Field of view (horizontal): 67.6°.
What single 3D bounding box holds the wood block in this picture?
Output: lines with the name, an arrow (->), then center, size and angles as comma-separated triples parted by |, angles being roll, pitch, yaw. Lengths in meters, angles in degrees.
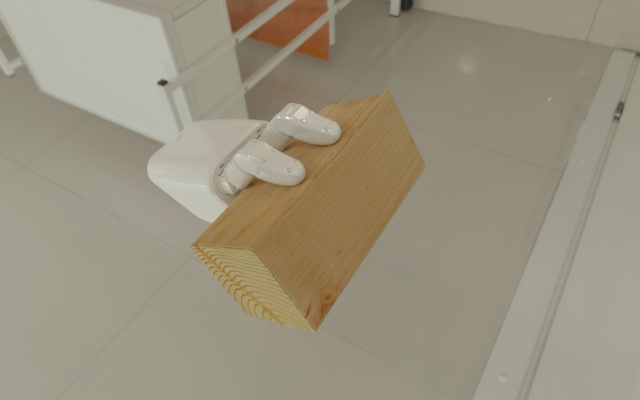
wood block -> 0.000, 0.002, 0.428 | 0.090, 0.091, 0.206 | -1, 40, 45
